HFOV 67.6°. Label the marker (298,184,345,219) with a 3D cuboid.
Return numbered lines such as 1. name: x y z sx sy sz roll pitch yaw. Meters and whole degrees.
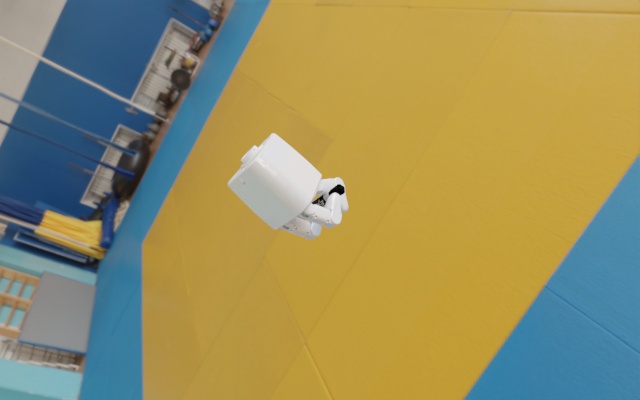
1. marker: 0.000 0.003 0.811 0.020 0.020 0.121 0 -23 -40
